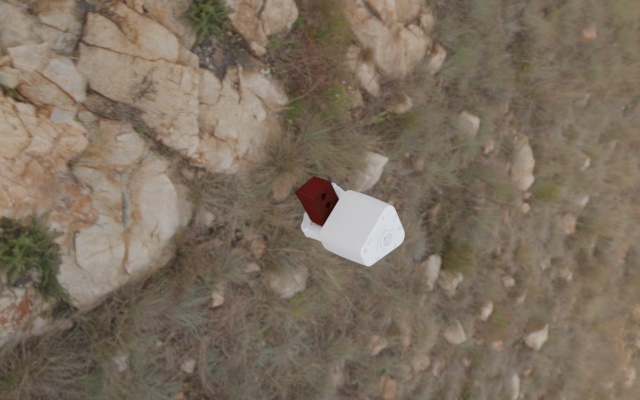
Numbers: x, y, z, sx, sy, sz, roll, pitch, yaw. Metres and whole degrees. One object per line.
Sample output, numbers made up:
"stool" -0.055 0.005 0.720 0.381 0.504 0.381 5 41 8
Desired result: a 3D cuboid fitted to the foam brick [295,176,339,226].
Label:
"foam brick" 0.000 0.003 0.891 0.053 0.078 0.051 -44 38 -21
